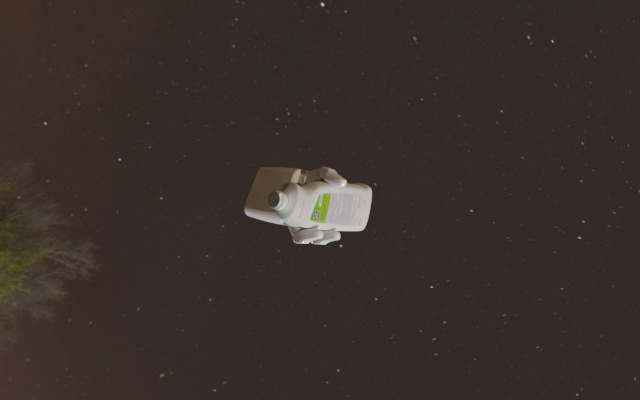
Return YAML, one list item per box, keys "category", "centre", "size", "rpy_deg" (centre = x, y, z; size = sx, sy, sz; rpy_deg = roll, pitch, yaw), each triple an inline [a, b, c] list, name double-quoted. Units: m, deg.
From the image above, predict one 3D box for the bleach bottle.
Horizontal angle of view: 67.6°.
- category: "bleach bottle"
  centre: [0.000, 0.003, 0.886]
  size: [0.068, 0.102, 0.251]
  rpy_deg: [9, -1, 38]
